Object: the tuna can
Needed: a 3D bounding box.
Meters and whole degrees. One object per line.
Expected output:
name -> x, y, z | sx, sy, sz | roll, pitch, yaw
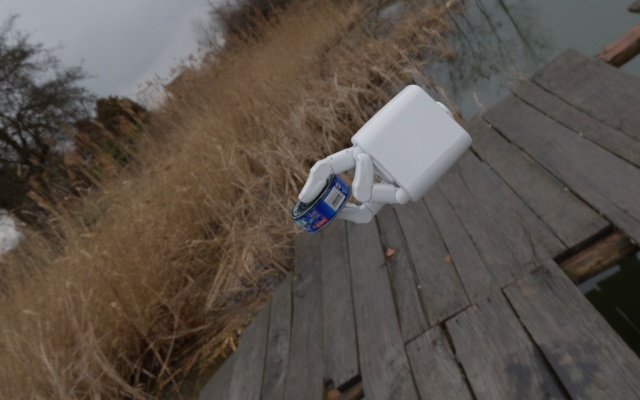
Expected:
tuna can -> 0.000, 0.002, 0.647 | 0.034, 0.086, 0.086 | 42, -14, -16
